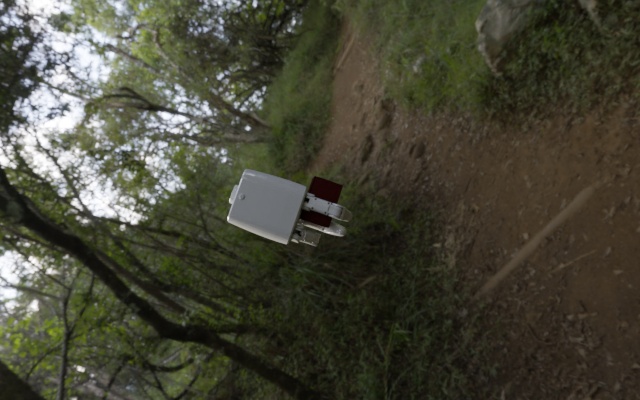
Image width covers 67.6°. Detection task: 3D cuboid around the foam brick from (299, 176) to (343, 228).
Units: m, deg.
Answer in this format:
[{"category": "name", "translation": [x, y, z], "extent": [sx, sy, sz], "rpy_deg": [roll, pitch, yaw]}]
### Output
[{"category": "foam brick", "translation": [0.000, 0.002, 0.812], "extent": [0.051, 0.078, 0.053], "rpy_deg": [19, -3, -4]}]
